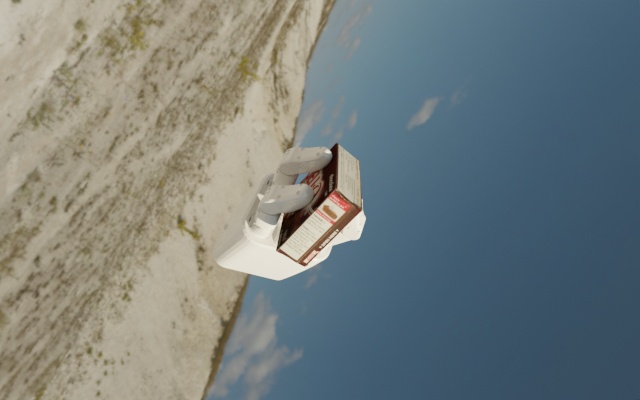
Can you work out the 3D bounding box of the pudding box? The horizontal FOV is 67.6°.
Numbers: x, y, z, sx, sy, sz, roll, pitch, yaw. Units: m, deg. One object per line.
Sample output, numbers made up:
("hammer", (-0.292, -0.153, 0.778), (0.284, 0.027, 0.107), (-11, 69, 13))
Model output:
("pudding box", (0.000, 0.002, 0.489), (0.039, 0.090, 0.113), (35, 24, -18))
